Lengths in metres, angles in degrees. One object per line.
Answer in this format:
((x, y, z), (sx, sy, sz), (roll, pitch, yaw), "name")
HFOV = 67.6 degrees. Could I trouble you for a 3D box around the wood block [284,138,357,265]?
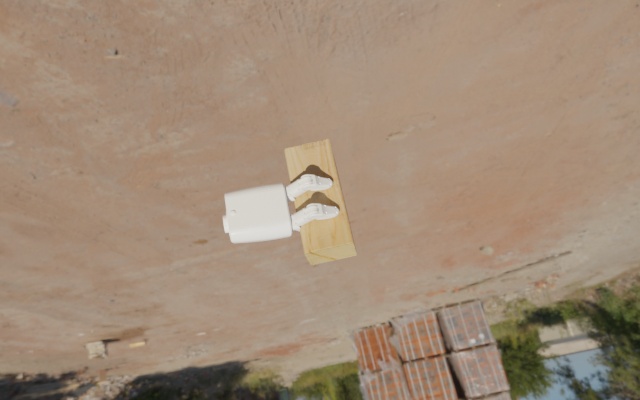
((0.000, 0.003, 0.885), (0.090, 0.206, 0.091), (-13, -21, 2), "wood block")
